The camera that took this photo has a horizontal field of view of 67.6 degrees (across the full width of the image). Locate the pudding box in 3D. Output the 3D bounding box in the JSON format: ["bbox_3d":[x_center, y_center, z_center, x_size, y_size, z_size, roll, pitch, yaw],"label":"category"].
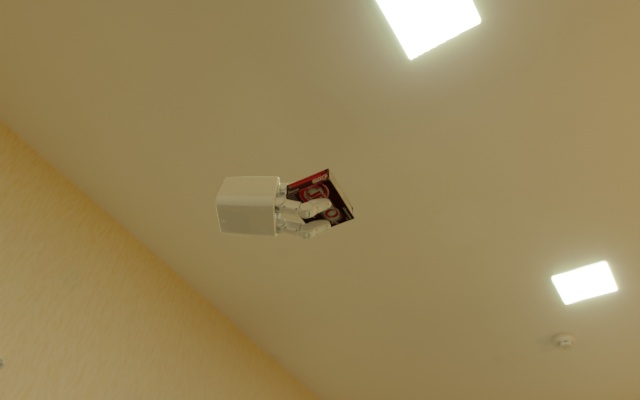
[{"bbox_3d":[0.000,0.003,0.896,0.090,0.039,0.114,-21,-49,18],"label":"pudding box"}]
